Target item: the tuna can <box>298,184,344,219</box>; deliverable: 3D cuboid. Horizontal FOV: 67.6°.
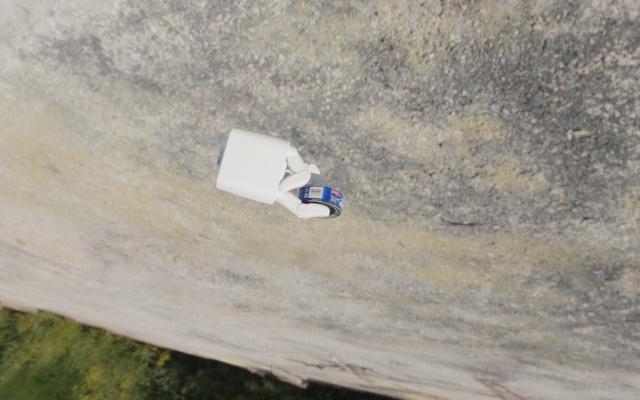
[{"bbox_3d":[0.000,0.003,0.887,0.086,0.033,0.086,8,-23,3],"label":"tuna can"}]
